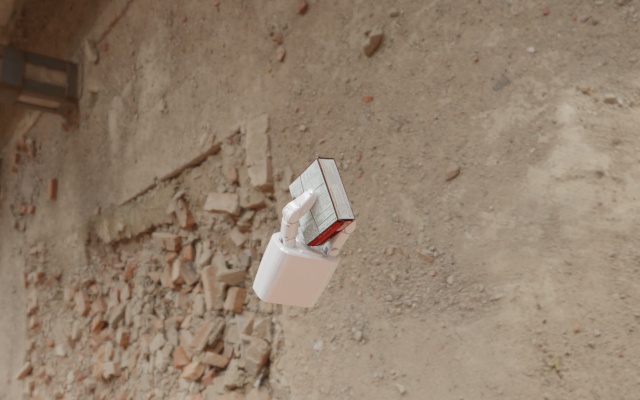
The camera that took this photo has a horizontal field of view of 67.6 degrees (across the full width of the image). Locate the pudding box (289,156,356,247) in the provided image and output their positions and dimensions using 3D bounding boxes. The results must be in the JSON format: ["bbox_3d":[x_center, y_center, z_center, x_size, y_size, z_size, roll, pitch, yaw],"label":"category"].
[{"bbox_3d":[0.000,0.002,0.740,0.039,0.113,0.090,0,-29,-40],"label":"pudding box"}]
